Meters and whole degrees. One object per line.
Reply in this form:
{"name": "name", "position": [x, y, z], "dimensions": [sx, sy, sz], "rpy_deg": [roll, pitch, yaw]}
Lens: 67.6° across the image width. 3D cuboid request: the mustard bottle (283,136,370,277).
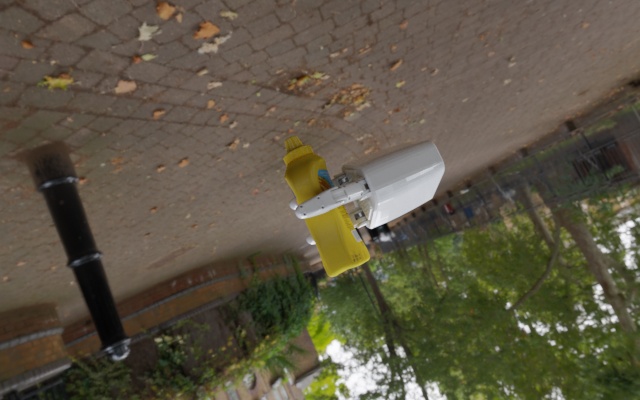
{"name": "mustard bottle", "position": [0.000, 0.002, 0.631], "dimensions": [0.058, 0.191, 0.096], "rpy_deg": [-26, -8, 14]}
